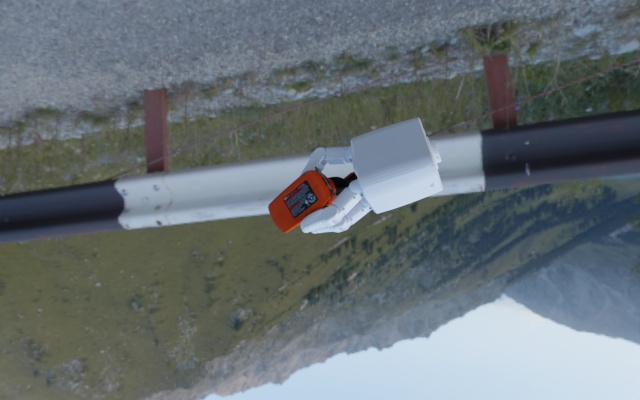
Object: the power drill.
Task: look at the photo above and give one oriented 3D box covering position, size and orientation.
[{"bbox_3d":[0.000,0.002,0.772,0.184,0.057,0.187,-40,-14,27],"label":"power drill"}]
